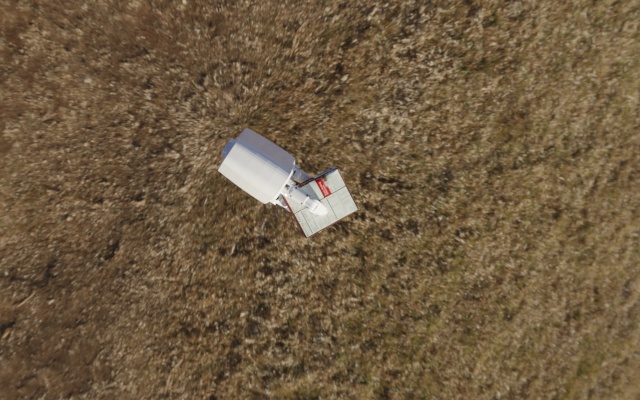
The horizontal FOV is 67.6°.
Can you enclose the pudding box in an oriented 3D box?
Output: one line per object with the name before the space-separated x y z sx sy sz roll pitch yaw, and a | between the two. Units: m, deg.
pudding box | 0.000 0.003 0.858 0.113 0.090 0.039 -28 10 -3
